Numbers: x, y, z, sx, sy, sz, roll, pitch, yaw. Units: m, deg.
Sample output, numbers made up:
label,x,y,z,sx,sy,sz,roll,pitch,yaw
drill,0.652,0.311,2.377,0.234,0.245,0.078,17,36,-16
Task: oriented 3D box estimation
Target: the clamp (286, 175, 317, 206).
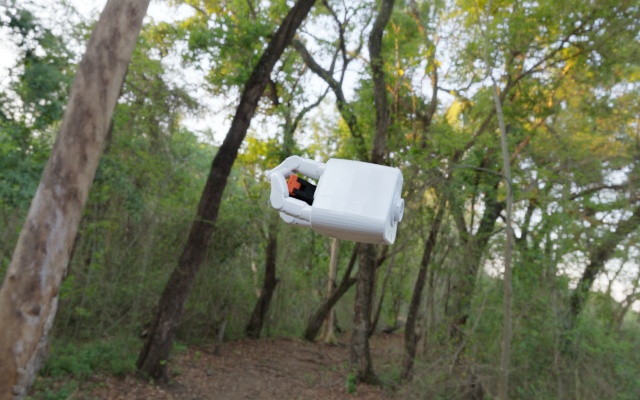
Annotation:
label,x,y,z,sx,sy,sz,roll,pitch,yaw
clamp,0.000,0.002,0.772,0.120,0.039,0.171,9,-10,19
